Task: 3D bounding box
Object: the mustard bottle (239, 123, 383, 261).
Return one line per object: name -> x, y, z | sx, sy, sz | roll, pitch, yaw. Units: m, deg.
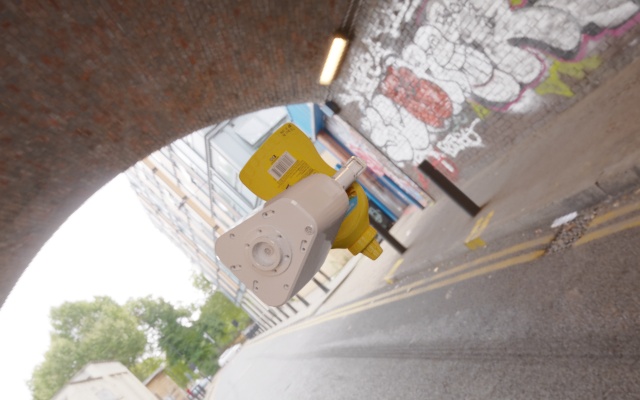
mustard bottle -> 0.000, 0.002, 0.579 | 0.191, 0.096, 0.058 | 43, -2, 4
